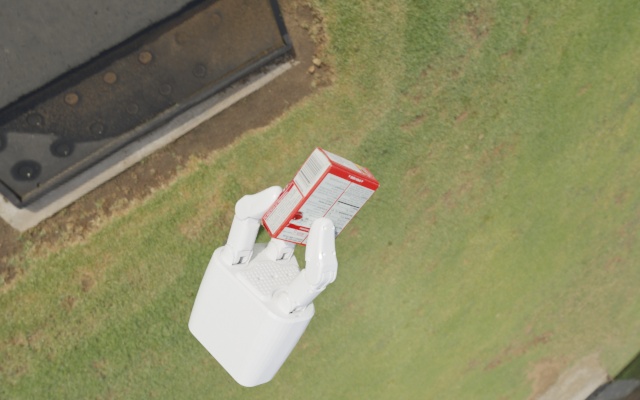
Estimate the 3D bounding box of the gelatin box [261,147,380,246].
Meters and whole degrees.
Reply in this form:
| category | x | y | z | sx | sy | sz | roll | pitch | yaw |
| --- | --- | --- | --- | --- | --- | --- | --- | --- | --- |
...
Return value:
| category | x | y | z | sx | sy | sz | roll | pitch | yaw |
| --- | --- | --- | --- | --- | --- | --- | --- | --- | --- |
| gelatin box | 0.000 | 0.001 | 0.436 | 0.073 | 0.089 | 0.030 | 18 | 28 | -47 |
